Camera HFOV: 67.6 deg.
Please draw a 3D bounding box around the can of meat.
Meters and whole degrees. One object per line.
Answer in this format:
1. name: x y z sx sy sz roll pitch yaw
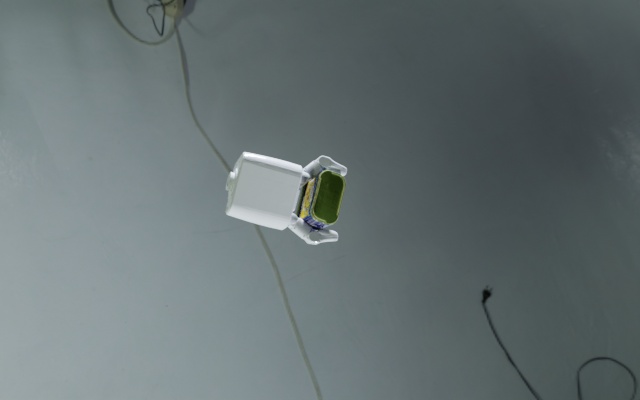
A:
1. can of meat: 0.000 0.003 0.861 0.057 0.102 0.084 19 -19 -16
